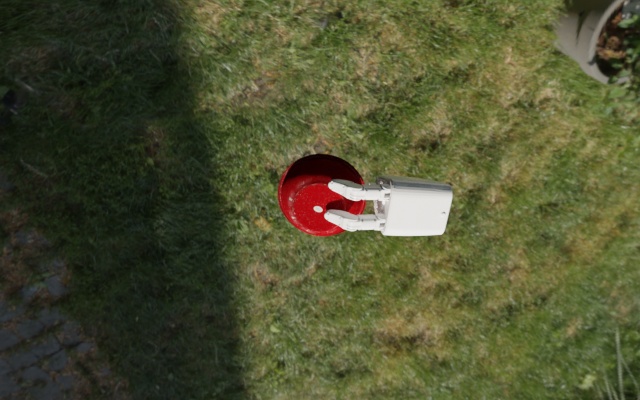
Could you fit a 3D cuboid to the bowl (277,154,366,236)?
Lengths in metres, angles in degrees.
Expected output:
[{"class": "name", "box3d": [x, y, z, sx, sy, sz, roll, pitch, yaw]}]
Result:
[{"class": "bowl", "box3d": [-0.001, 0.003, 0.835, 0.162, 0.162, 0.055, 0, 24, 6]}]
